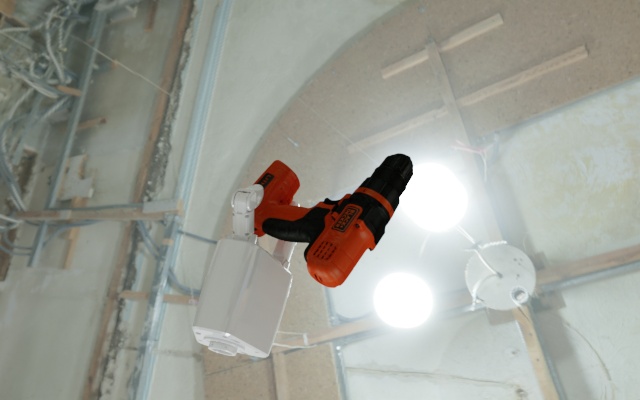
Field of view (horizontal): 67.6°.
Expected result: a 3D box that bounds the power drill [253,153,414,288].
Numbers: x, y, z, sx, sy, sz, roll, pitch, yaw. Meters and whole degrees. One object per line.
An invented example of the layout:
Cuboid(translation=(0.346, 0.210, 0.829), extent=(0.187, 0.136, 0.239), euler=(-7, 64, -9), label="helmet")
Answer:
Cuboid(translation=(0.000, 0.002, 0.575), extent=(0.187, 0.184, 0.057), euler=(14, -34, 41), label="power drill")
